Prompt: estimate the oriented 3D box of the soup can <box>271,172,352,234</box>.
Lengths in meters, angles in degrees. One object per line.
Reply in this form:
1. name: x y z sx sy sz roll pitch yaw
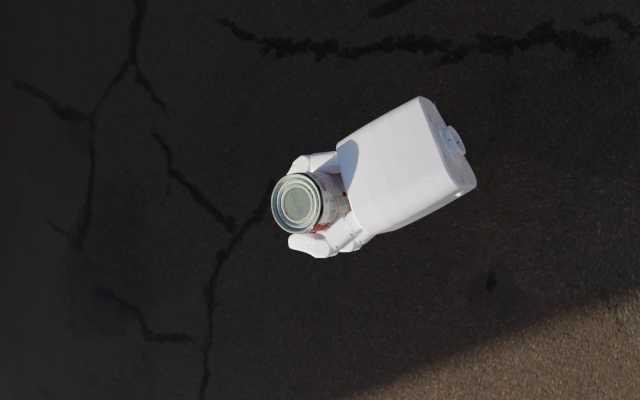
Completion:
1. soup can: 0.000 0.002 0.549 0.068 0.068 0.102 0 2 32
